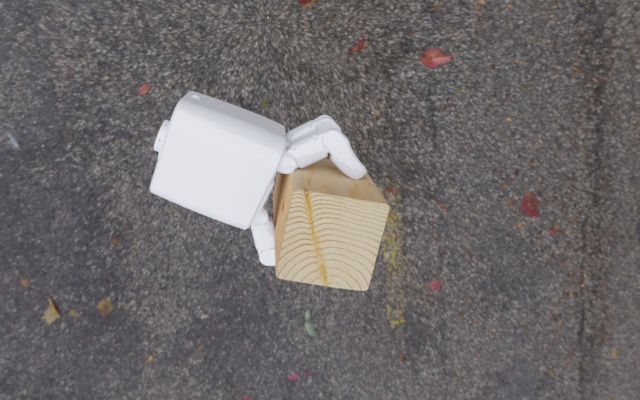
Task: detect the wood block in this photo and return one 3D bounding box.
[{"bbox_3d":[0.000,0.002,0.521,0.090,0.091,0.206,10,19,-10],"label":"wood block"}]
